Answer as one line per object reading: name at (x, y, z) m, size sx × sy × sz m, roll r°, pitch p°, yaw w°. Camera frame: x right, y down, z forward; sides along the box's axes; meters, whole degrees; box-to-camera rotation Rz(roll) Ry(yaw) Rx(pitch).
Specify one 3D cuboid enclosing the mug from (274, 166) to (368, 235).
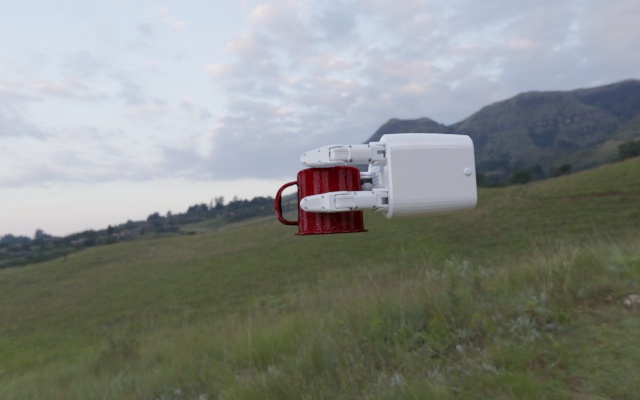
mug at (-0.001, 0.002, 0.604) m, size 0.117 × 0.081 × 0.093 m, roll -2°, pitch -5°, yaw -8°
